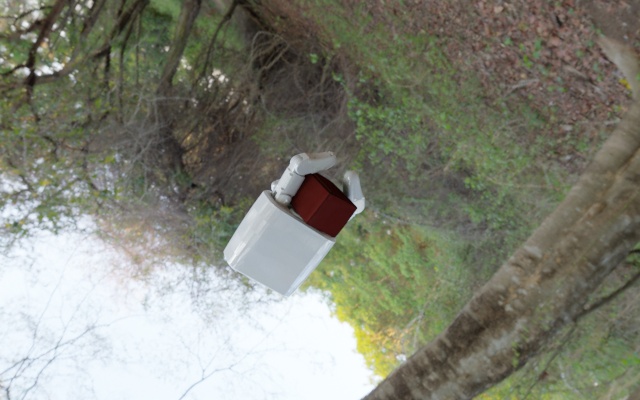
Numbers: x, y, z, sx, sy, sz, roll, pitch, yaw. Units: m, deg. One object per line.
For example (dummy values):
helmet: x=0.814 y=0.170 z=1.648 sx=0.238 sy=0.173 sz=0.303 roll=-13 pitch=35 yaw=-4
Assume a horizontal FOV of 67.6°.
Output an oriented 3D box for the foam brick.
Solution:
foam brick: x=0.000 y=0.002 z=0.619 sx=0.053 sy=0.051 sz=0.078 roll=30 pitch=11 yaw=-36
